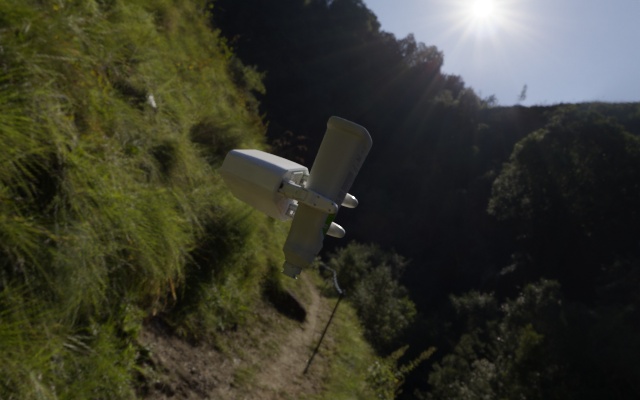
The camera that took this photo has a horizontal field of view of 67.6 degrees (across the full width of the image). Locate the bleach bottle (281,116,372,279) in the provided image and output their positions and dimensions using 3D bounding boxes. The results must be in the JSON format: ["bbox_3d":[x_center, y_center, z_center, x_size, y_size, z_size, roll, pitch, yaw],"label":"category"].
[{"bbox_3d":[0.000,0.002,0.747,0.068,0.251,0.102,23,-3,17],"label":"bleach bottle"}]
